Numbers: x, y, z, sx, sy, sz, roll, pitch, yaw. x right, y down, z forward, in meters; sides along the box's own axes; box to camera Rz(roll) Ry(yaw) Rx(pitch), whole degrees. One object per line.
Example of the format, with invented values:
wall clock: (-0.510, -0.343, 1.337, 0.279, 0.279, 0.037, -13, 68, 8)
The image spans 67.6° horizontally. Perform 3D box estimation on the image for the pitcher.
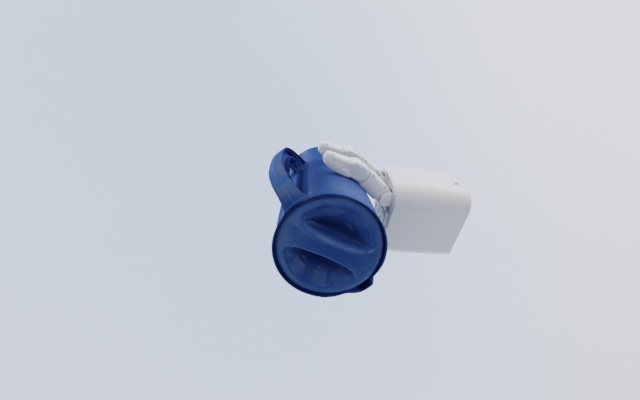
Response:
pitcher: (0.000, 0.002, 0.645, 0.145, 0.149, 0.242, 6, 23, -6)
